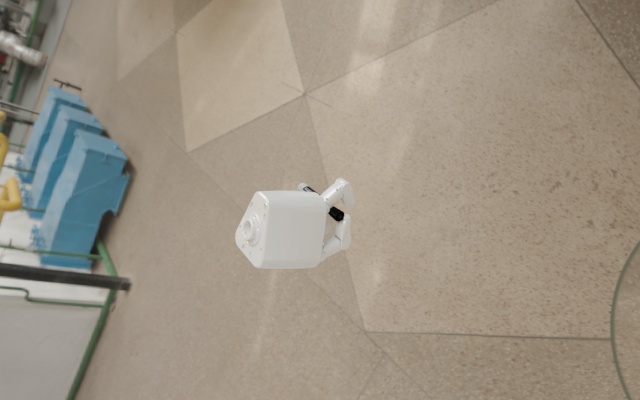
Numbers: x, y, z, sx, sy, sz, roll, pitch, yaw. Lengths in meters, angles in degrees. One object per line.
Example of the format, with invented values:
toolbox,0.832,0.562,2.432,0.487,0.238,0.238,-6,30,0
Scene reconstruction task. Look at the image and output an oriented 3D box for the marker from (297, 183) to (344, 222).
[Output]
marker,0.000,0.003,0.786,0.020,0.020,0.121,0,25,-37
